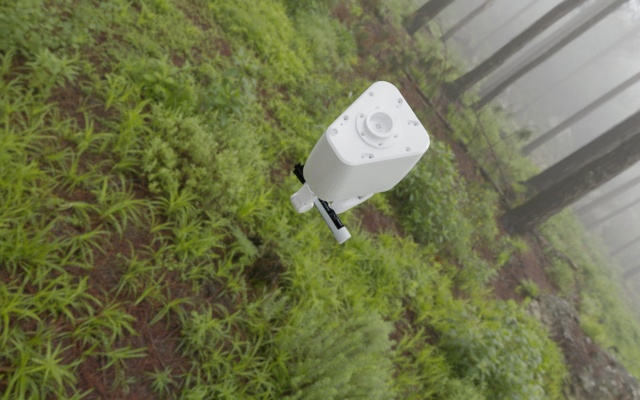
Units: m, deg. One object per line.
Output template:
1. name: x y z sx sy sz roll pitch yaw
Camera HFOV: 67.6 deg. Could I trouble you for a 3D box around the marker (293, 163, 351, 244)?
1. marker: 0.000 0.002 0.636 0.020 0.121 0.020 -32 -9 -6
